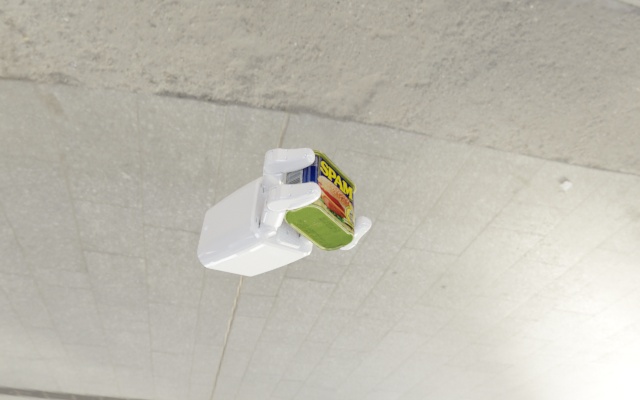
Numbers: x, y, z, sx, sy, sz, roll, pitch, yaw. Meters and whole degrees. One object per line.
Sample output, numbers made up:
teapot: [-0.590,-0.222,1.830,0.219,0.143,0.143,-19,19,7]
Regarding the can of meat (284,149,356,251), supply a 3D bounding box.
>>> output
can of meat: [0.000,0.002,0.585,0.057,0.083,0.102,-24,-45,28]
